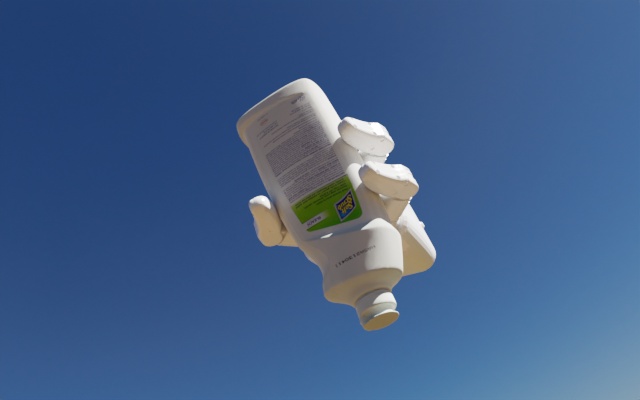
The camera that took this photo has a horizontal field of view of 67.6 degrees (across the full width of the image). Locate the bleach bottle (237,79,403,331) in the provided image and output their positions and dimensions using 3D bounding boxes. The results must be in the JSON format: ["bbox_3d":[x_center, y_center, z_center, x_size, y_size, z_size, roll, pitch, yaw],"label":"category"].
[{"bbox_3d":[0.000,0.001,0.433,0.102,0.250,0.068,-32,-37,13],"label":"bleach bottle"}]
